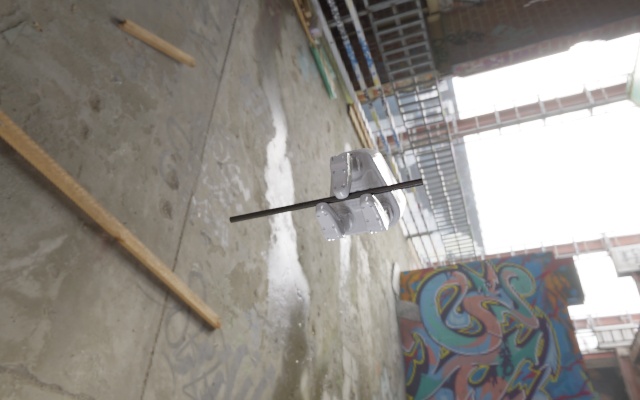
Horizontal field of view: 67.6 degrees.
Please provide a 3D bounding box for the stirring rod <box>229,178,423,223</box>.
[{"bbox_3d":[0.000,0.002,0.563,0.239,0.011,0.011,-11,-4,18],"label":"stirring rod"}]
